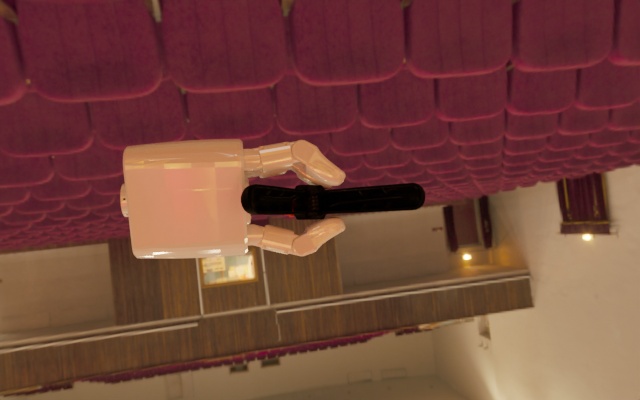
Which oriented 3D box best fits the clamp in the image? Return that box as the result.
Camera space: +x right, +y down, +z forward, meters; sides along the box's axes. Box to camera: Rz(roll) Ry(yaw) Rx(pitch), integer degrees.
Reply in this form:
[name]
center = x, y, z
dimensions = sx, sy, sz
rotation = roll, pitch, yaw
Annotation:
[clamp]
center = 0.000, 0.002, 0.494
dimensions = 0.164, 0.036, 0.210
rotation = 0, -2, -10
